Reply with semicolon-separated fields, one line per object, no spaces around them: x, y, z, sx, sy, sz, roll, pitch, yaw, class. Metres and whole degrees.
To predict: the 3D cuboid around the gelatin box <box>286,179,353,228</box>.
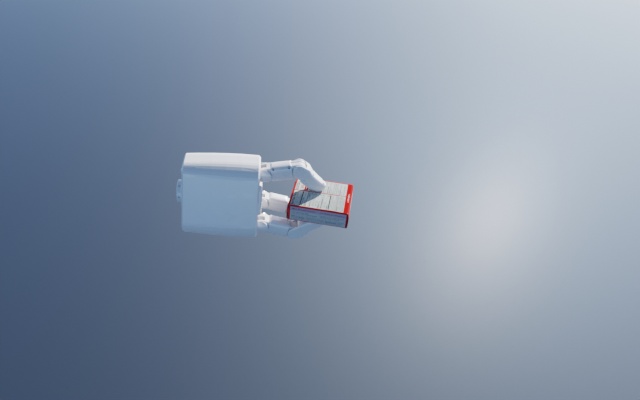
0.000;0.002;0.698;0.089;0.030;0.073;8;37;4;gelatin box
